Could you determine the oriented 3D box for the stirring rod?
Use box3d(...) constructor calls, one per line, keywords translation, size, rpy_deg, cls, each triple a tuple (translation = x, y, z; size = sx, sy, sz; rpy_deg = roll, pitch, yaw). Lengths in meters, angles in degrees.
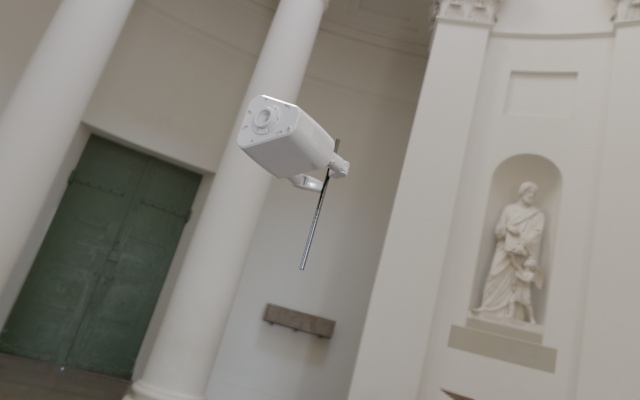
box3d(translation=(0.000, 0.003, 0.819), size=(0.011, 0.239, 0.011), rpy_deg=(15, -16, 4), cls="stirring rod")
